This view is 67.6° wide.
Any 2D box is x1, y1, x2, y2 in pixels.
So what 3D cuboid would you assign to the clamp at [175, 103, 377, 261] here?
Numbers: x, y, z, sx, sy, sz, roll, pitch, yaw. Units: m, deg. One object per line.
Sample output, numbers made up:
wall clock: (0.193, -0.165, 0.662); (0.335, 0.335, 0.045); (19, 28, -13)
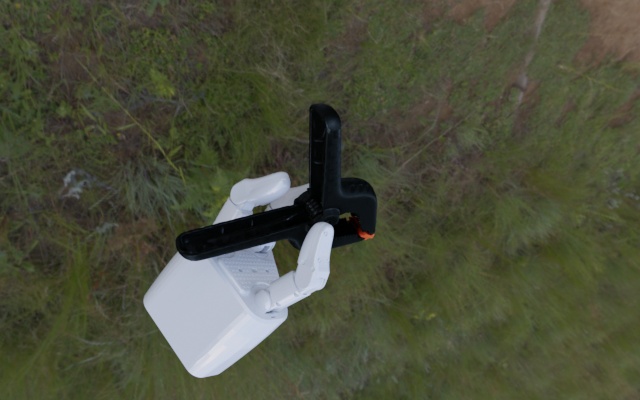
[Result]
clamp: (0.001, 0.002, 0.423); (0.164, 0.036, 0.210); (-45, -31, 22)
